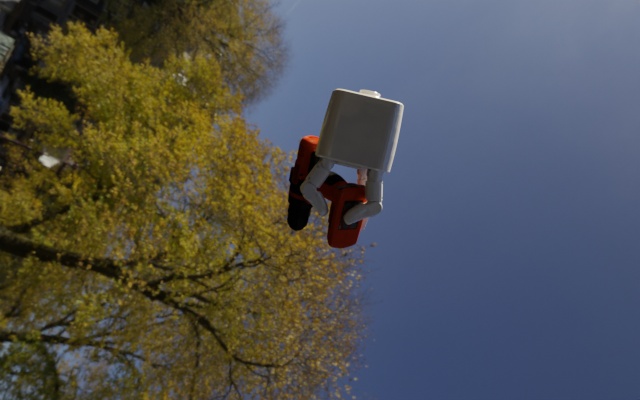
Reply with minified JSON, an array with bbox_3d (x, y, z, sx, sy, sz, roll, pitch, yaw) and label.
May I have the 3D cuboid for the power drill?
[{"bbox_3d":[0.000,0.003,0.814,0.057,0.184,0.187,-5,29,-30],"label":"power drill"}]
